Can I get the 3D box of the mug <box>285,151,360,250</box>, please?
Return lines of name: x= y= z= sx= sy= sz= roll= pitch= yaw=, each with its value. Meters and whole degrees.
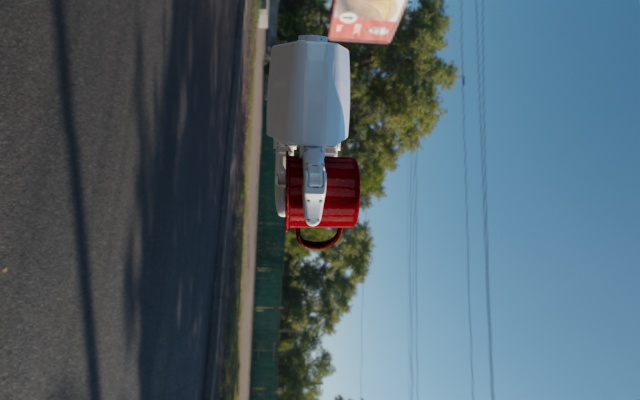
mug: x=0.000 y=0.003 z=0.552 sx=0.081 sy=0.117 sz=0.093 roll=1 pitch=15 yaw=-4
